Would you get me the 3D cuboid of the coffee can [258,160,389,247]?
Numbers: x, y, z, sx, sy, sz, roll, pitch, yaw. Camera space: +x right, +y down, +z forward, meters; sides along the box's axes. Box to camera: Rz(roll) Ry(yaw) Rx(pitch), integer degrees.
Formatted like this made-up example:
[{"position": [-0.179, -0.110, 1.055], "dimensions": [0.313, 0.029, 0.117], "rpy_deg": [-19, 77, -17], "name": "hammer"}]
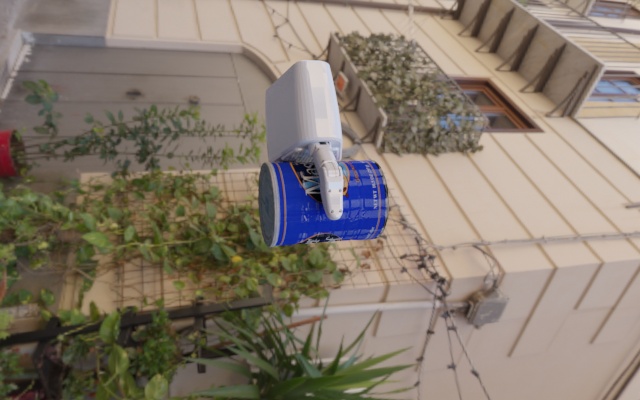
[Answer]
[{"position": [0.000, 0.002, 0.596], "dimensions": [0.140, 0.103, 0.103], "rpy_deg": [-3, 1, -17], "name": "coffee can"}]
